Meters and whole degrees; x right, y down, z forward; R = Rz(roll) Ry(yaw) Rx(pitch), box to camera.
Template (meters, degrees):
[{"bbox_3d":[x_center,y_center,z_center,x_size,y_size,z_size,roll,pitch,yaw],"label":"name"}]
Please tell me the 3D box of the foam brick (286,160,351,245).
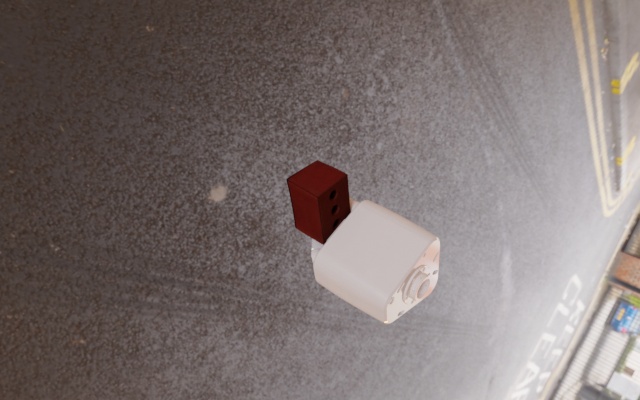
[{"bbox_3d":[0.000,0.002,0.569,0.051,0.078,0.053,28,51,36],"label":"foam brick"}]
